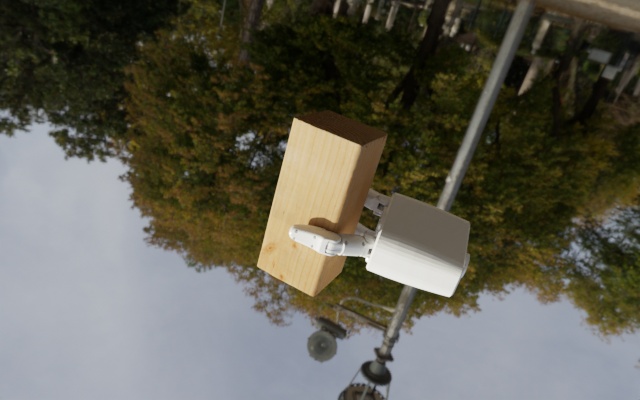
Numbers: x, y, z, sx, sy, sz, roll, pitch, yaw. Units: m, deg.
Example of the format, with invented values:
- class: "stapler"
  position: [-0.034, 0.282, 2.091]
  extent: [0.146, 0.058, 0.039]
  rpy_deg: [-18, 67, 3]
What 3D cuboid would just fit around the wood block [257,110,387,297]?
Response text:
- class: "wood block"
  position: [0.000, 0.002, 0.603]
  extent: [0.090, 0.206, 0.091]
  rpy_deg: [25, 25, 19]
